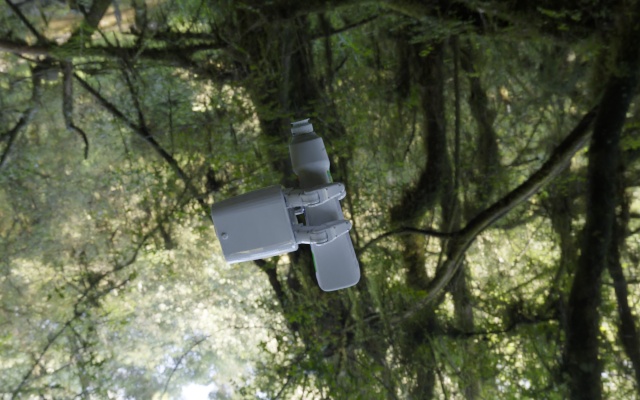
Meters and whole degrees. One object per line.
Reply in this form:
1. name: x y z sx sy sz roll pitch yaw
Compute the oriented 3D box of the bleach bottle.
1. bleach bottle: 0.000 0.002 0.720 0.068 0.251 0.102 -14 12 2
